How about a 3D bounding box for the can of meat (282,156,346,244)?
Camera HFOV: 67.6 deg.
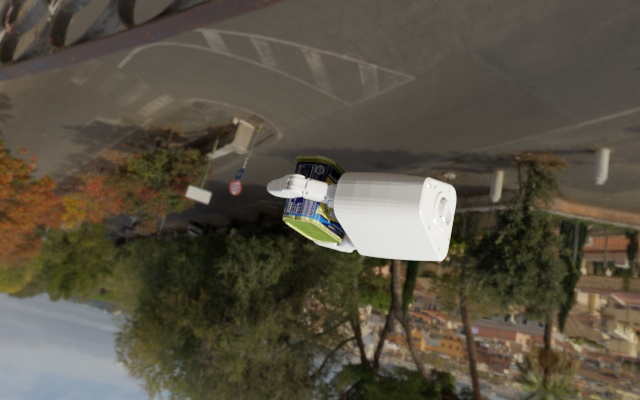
[{"bbox_3d":[0.000,0.002,0.615,0.057,0.084,0.102,4,-20,31],"label":"can of meat"}]
